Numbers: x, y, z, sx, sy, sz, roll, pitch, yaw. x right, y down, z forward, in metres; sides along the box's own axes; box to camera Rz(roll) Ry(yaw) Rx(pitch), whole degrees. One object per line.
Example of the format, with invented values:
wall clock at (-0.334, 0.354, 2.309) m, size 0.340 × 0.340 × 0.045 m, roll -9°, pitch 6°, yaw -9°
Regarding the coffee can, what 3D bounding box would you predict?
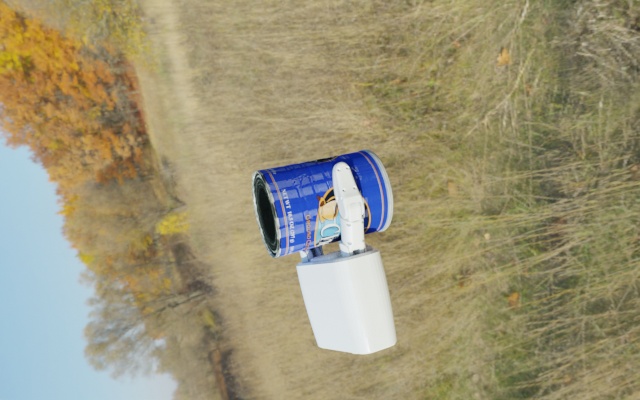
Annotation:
coffee can at (0.000, 0.002, 0.565) m, size 0.140 × 0.103 × 0.103 m, roll -13°, pitch 4°, yaw -19°
